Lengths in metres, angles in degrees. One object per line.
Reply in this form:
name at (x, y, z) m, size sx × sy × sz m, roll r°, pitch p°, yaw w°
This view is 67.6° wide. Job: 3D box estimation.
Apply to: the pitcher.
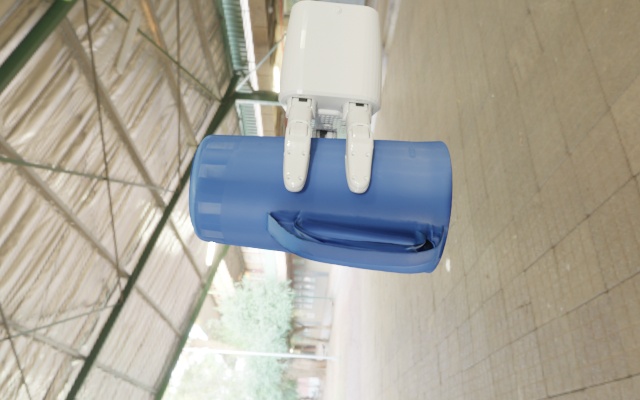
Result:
pitcher at (0.000, 0.001, 0.470) m, size 0.243 × 0.145 × 0.149 m, roll 4°, pitch -16°, yaw -1°
